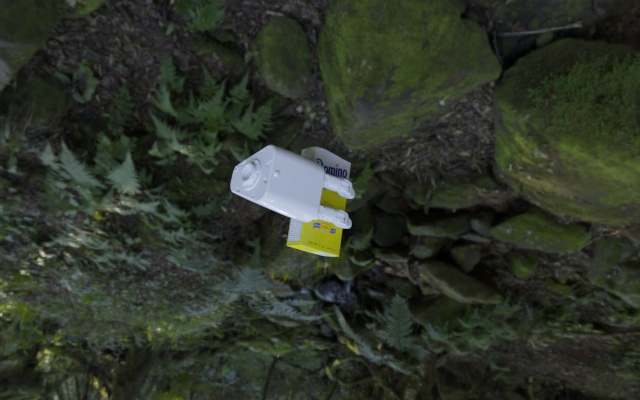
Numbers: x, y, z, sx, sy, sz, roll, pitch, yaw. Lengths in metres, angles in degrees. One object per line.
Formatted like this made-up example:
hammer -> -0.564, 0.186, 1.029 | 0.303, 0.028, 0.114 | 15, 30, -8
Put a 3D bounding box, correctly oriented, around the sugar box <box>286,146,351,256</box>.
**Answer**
sugar box -> 0.000, 0.003, 0.832 | 0.048, 0.176, 0.093 | -5, -20, 45
